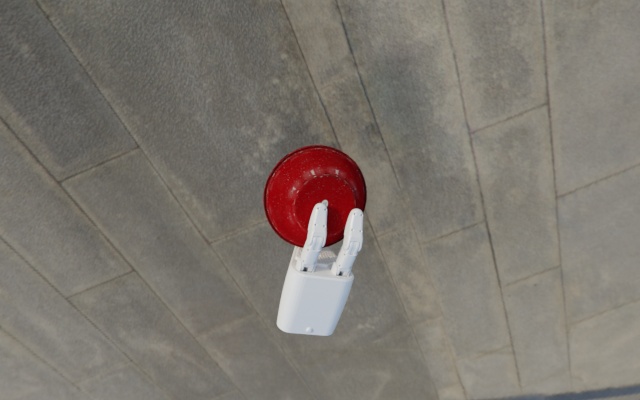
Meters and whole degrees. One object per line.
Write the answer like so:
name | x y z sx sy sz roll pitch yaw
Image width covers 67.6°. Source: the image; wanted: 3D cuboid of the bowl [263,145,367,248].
bowl | 0.000 0.001 0.698 0.162 0.162 0.055 0 13 -15
